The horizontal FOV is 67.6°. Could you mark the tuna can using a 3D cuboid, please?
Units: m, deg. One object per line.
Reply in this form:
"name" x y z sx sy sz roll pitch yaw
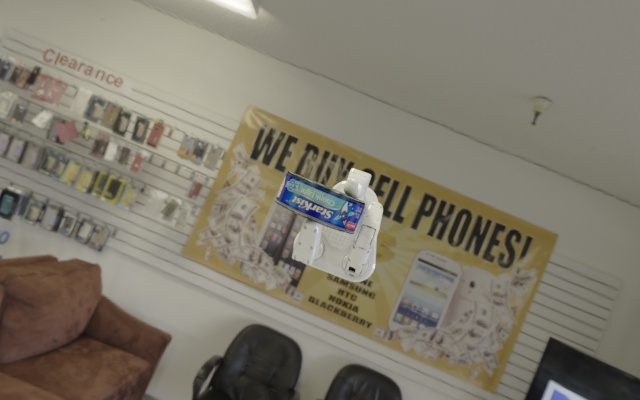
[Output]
"tuna can" 0.000 0.001 0.474 0.086 0.034 0.086 23 3 -1
